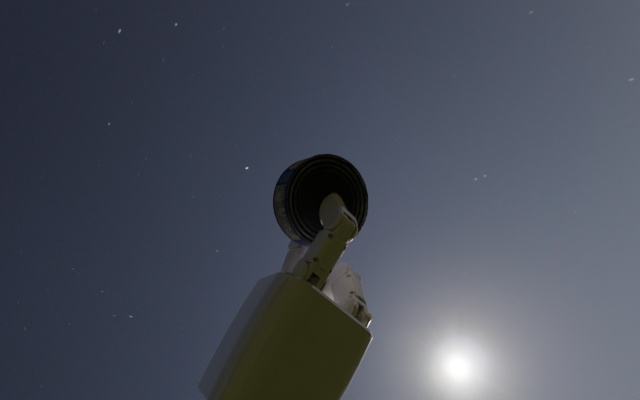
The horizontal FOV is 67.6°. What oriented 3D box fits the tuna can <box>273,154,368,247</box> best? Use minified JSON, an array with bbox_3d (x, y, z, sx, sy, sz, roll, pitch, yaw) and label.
[{"bbox_3d":[0.000,0.001,0.443,0.086,0.086,0.034,0,-3,-29],"label":"tuna can"}]
